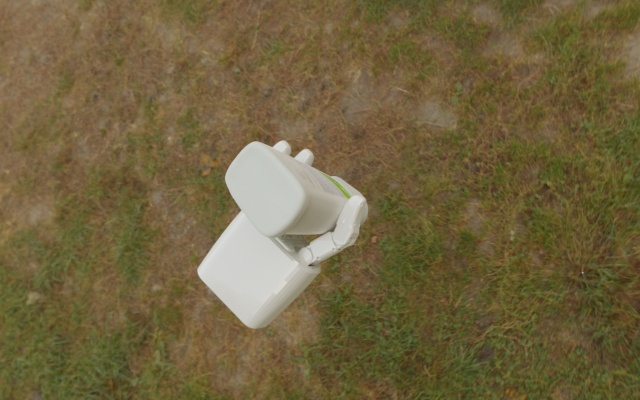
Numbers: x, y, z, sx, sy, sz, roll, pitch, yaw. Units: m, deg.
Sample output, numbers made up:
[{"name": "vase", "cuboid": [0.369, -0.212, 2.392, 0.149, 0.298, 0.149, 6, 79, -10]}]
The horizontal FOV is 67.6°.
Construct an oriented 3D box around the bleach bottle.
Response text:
[{"name": "bleach bottle", "cuboid": [0.000, 0.002, 0.578, 0.102, 0.068, 0.251, 49, 16, 25]}]
